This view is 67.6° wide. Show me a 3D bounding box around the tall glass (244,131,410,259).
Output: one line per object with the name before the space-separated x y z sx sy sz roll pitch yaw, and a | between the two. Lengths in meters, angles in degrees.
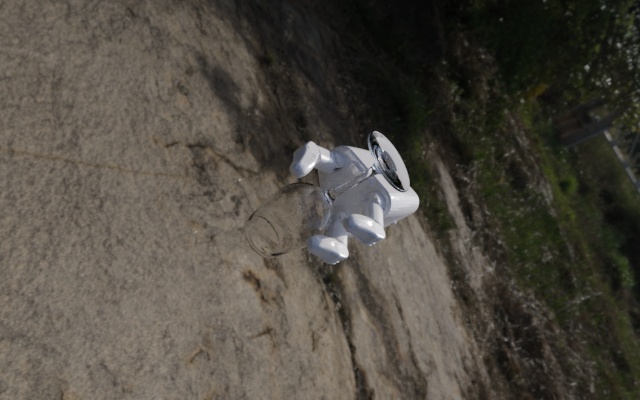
tall glass | 0.000 0.001 0.559 0.201 0.079 0.079 -30 -16 29
